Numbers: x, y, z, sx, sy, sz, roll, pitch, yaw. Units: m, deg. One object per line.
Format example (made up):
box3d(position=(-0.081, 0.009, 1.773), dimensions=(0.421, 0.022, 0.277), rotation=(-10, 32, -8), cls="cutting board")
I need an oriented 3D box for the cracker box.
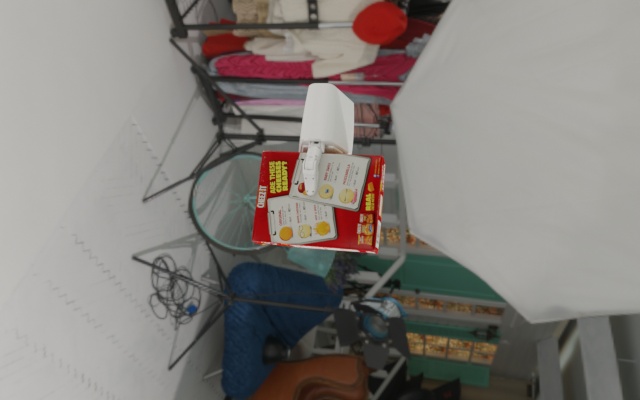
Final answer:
box3d(position=(0.000, 0.003, 0.833), dimensions=(0.213, 0.164, 0.072), rotation=(3, -11, 13), cls="cracker box")
